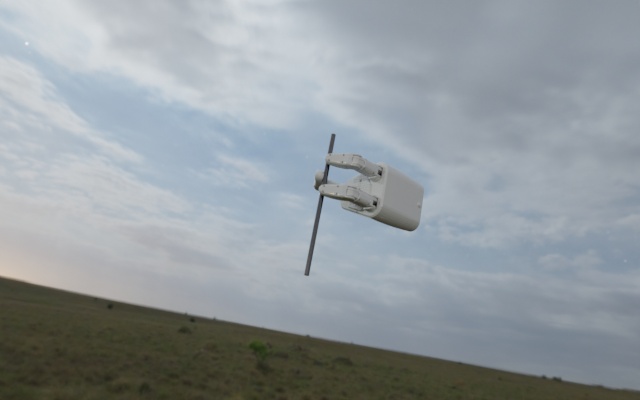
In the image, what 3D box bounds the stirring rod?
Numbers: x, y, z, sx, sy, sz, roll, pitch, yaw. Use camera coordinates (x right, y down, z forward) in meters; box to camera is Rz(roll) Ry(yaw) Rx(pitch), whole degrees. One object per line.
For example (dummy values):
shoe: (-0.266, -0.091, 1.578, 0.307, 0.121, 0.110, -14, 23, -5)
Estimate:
stirring rod: (0.000, 0.003, 0.772, 0.011, 0.239, 0.011, 10, -16, 3)
